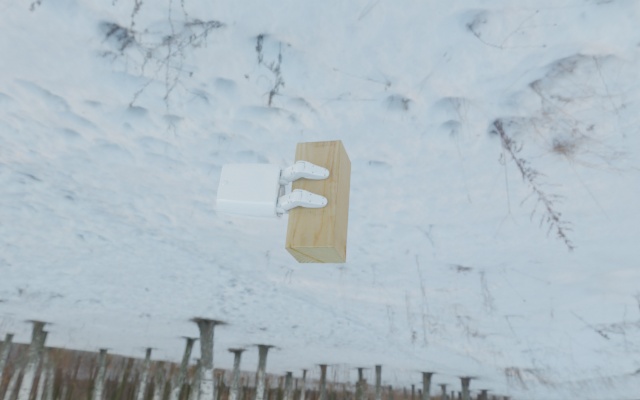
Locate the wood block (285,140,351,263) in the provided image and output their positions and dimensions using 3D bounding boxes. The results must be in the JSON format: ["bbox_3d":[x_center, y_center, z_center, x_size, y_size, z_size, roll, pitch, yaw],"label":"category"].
[{"bbox_3d":[0.000,0.003,0.872,0.090,0.206,0.091,-2,-25,15],"label":"wood block"}]
